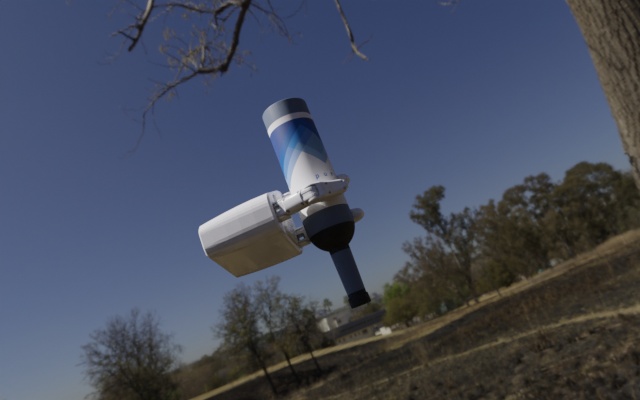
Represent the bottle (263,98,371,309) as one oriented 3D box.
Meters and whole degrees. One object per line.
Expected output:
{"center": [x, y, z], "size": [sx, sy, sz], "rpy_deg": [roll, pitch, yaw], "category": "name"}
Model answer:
{"center": [0.000, 0.002, 0.650], "size": [0.069, 0.295, 0.069], "rpy_deg": [-20, -15, -6], "category": "bottle"}
